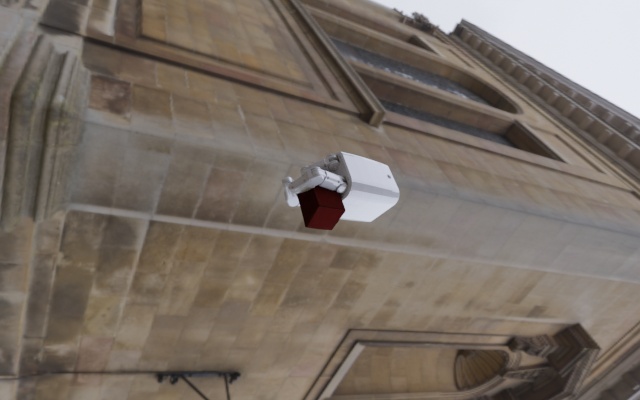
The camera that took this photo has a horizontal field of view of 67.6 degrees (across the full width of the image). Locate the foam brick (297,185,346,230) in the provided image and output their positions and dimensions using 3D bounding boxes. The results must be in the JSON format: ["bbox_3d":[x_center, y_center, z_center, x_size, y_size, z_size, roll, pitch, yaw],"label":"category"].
[{"bbox_3d":[0.000,0.003,0.788,0.051,0.078,0.053,11,-48,-28],"label":"foam brick"}]
